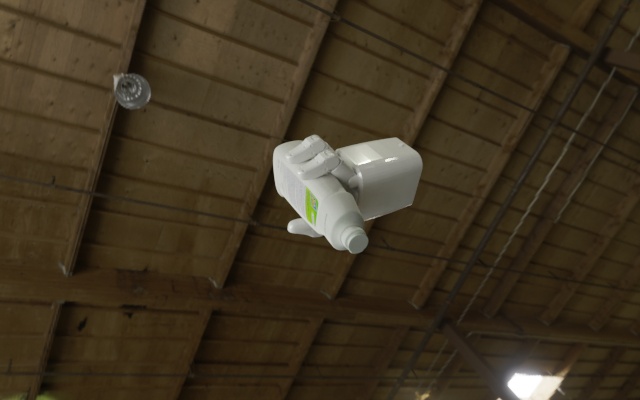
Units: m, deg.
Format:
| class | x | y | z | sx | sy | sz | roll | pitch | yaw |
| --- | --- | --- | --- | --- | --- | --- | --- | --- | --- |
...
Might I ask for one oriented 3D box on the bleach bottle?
| class | x | y | z | sx | sy | sz | roll | pitch | yaw |
| --- | --- | --- | --- | --- | --- | --- | --- | --- | --- |
| bleach bottle | 0.000 | 0.002 | 0.696 | 0.068 | 0.103 | 0.250 | -16 | 34 | -17 |
